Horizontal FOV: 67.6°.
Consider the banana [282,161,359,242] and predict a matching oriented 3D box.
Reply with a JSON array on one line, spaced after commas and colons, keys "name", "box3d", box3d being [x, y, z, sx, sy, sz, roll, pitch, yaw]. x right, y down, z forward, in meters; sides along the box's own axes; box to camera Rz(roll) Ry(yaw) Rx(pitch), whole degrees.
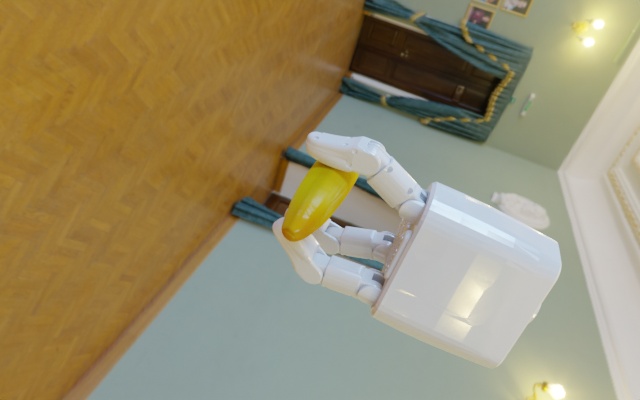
[{"name": "banana", "box3d": [0.009, -0.015, 0.414, 0.037, 0.069, 0.197, 29, 12, 2]}]
